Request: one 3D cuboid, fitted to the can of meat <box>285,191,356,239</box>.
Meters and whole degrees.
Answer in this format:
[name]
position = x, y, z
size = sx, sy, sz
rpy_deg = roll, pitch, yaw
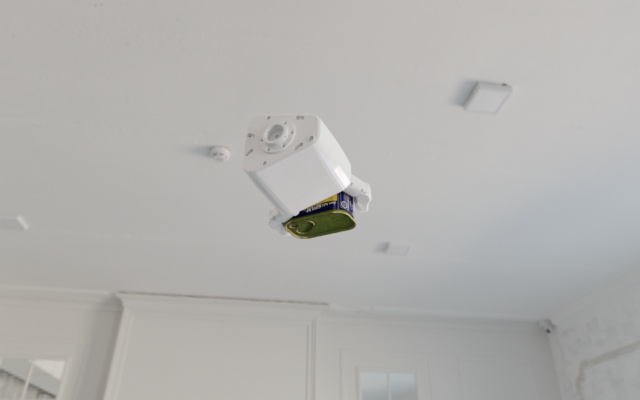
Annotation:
[can of meat]
position = 0.000, 0.002, 0.710
size = 0.102, 0.084, 0.057
rpy_deg = -14, -34, 23
